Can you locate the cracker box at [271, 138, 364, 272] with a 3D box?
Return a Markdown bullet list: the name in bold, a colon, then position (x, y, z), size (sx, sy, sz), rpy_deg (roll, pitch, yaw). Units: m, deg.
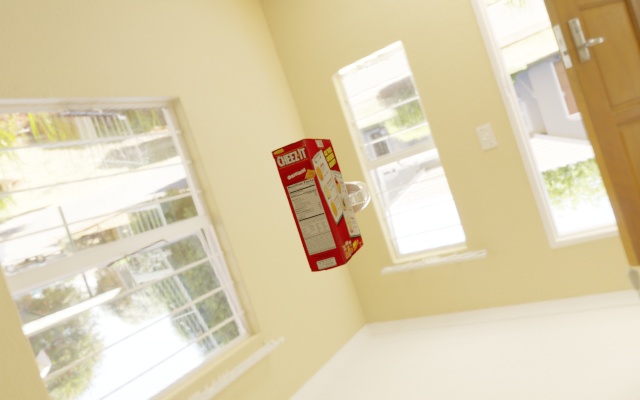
- **cracker box**: position (0.000, 0.003, 0.840), size (0.072, 0.213, 0.164), rpy_deg (-18, 1, 17)
